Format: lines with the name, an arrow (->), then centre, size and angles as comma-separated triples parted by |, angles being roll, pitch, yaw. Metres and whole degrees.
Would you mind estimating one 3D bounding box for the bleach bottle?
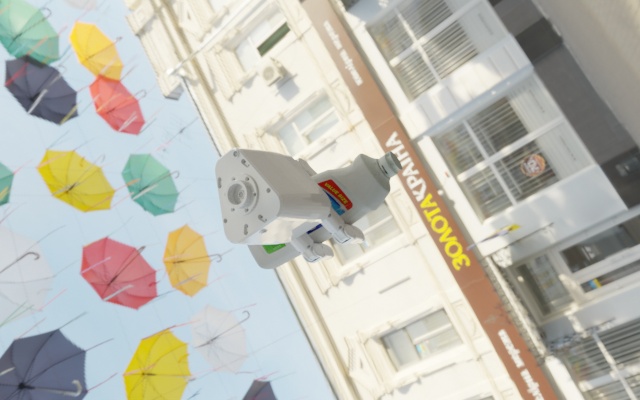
bleach bottle -> 0.000, 0.002, 0.678 | 0.251, 0.102, 0.068 | -33, -15, 25
